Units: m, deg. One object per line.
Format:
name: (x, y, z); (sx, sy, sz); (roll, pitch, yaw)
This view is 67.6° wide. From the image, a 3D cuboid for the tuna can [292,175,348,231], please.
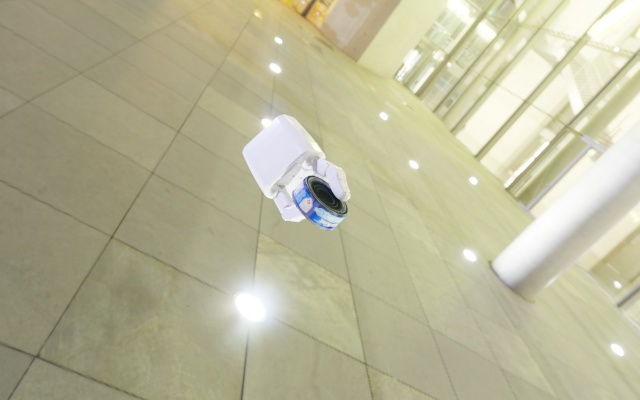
tuna can: (0.001, 0.002, 0.717); (0.034, 0.086, 0.086); (-47, -22, 23)
